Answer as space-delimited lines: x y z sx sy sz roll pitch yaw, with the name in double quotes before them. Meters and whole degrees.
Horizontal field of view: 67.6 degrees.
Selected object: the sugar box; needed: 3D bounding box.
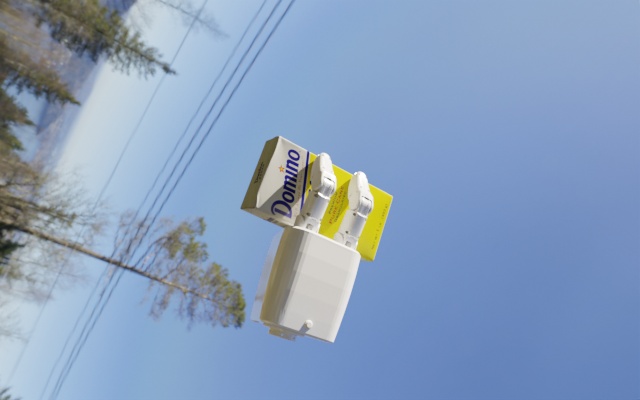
"sugar box" 0.000 0.002 0.586 0.176 0.093 0.048 26 -16 -28
